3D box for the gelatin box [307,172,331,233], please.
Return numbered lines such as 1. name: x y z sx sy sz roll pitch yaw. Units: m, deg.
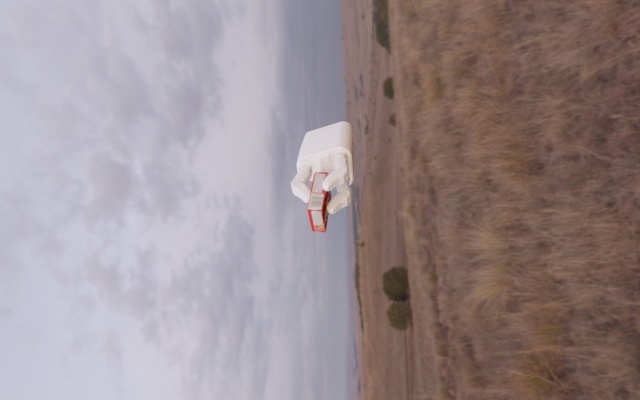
1. gelatin box: 0.000 0.003 0.890 0.030 0.089 0.073 4 -36 9
